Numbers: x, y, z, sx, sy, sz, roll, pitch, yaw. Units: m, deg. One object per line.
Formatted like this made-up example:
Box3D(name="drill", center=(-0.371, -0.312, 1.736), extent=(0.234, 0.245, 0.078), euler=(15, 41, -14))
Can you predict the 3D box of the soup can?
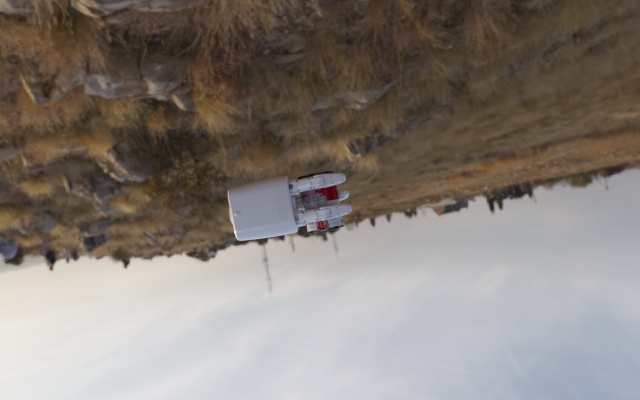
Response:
Box3D(name="soup can", center=(0.001, 0.003, 0.852), extent=(0.068, 0.102, 0.068), euler=(-11, -1, 0))
